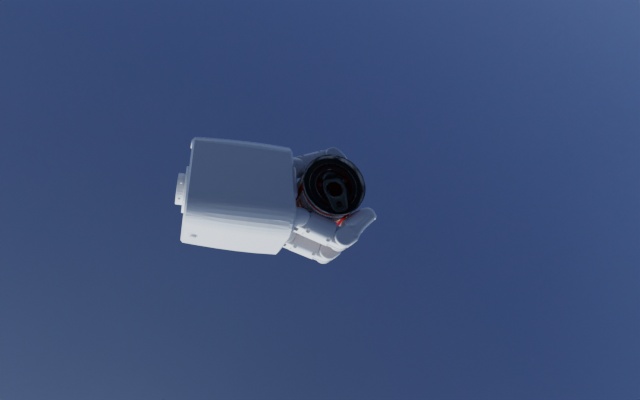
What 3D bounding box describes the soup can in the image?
[{"bbox_3d":[0.000,0.002,0.534,0.068,0.068,0.102,0,-22,-18],"label":"soup can"}]
